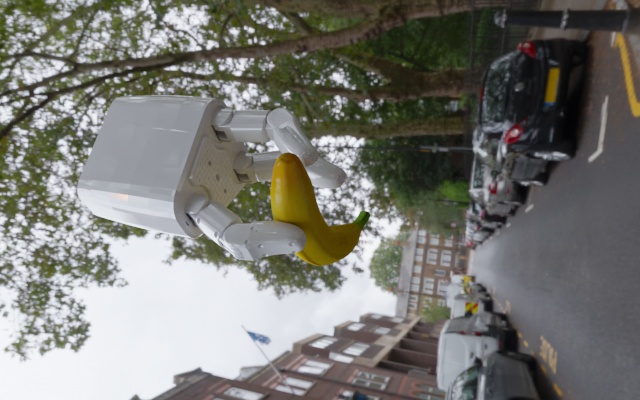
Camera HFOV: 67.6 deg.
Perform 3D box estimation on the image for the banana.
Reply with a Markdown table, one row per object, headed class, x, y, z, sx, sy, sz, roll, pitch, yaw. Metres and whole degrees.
| class | x | y | z | sx | sy | sz | roll | pitch | yaw |
| --- | --- | --- | --- | --- | --- | --- | --- | --- | --- |
| banana | -0.003 | 0.020 | 0.413 | 0.037 | 0.069 | 0.198 | 10 | -10 | 22 |
